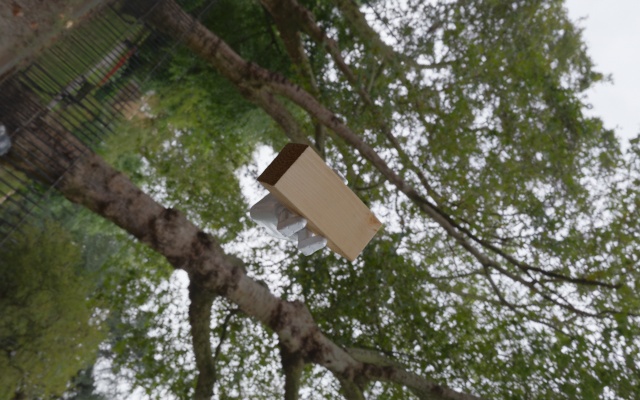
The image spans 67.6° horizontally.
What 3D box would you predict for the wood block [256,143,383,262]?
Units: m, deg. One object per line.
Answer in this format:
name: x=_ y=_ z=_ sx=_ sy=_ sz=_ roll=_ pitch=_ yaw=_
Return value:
wood block: x=0.000 y=0.003 z=0.839 sx=0.206 sy=0.091 sz=0.090 roll=45 pitch=-12 yaw=-26
